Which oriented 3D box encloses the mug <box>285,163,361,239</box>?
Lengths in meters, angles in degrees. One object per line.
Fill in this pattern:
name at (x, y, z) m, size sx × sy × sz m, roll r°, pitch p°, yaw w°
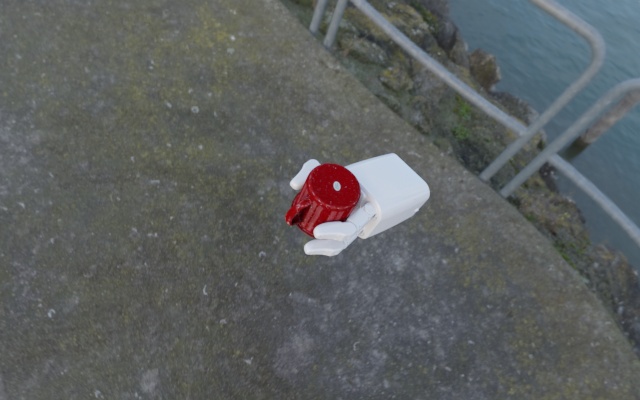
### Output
mug at (-0.001, 0.003, 0.700) m, size 0.117 × 0.093 × 0.081 m, roll -21°, pitch -23°, yaw -28°
